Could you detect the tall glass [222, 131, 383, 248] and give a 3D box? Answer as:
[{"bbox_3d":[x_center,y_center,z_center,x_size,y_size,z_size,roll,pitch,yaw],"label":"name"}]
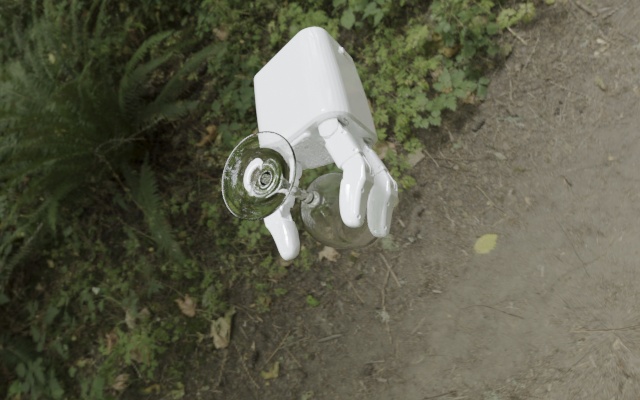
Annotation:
[{"bbox_3d":[0.000,0.002,0.461,0.079,0.079,0.201,0,-13,31],"label":"tall glass"}]
